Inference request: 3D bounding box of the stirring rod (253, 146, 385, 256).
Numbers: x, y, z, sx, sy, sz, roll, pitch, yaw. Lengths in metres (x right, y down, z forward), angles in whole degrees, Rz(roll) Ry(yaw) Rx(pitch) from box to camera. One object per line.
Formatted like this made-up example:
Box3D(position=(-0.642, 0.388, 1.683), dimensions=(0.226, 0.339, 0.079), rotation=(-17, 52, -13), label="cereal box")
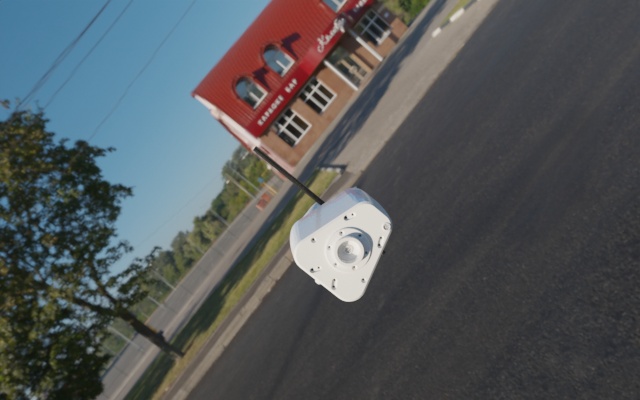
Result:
Box3D(position=(0.000, 0.002, 0.682), dimensions=(0.239, 0.011, 0.011), rotation=(39, -6, -8), label="stirring rod")
